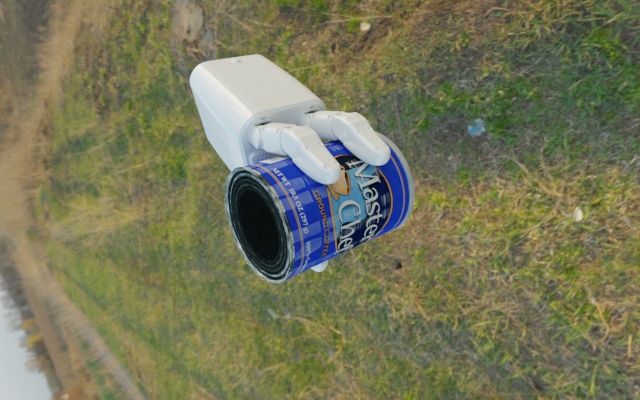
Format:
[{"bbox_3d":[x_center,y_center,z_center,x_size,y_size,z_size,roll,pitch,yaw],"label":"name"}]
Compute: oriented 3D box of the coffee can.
[{"bbox_3d":[0.000,0.002,0.433,0.140,0.103,0.103,-21,12,-34],"label":"coffee can"}]
